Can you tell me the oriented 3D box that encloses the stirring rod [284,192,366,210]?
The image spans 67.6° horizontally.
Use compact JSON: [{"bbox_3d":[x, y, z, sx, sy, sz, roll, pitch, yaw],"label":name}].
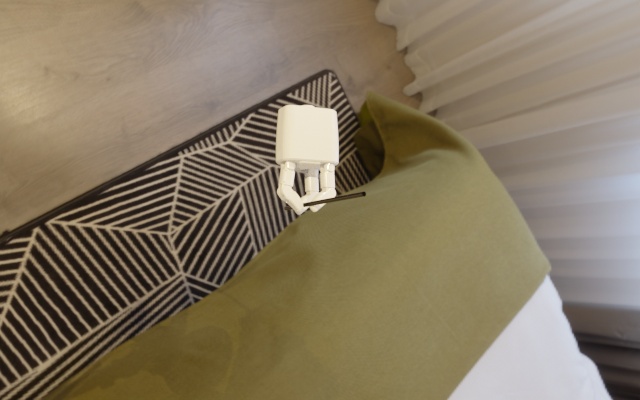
[{"bbox_3d":[0.000,0.003,0.849,0.011,0.011,0.239,0,-6,-35],"label":"stirring rod"}]
